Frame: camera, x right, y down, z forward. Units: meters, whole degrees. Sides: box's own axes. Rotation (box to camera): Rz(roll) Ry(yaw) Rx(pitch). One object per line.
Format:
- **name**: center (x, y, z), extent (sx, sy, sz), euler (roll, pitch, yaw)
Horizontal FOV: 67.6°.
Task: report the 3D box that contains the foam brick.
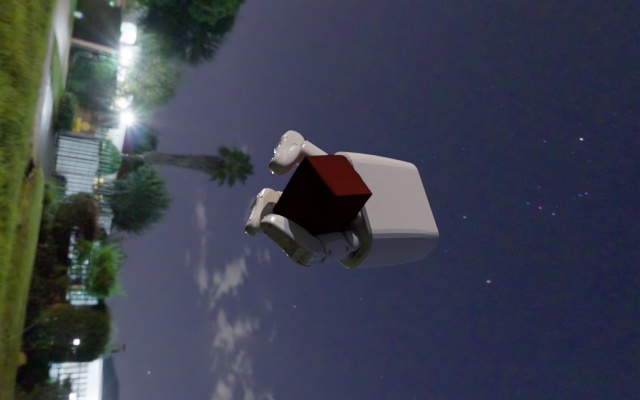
- **foam brick**: center (0.000, 0.001, 0.449), extent (0.051, 0.053, 0.078), euler (-6, -37, -42)
